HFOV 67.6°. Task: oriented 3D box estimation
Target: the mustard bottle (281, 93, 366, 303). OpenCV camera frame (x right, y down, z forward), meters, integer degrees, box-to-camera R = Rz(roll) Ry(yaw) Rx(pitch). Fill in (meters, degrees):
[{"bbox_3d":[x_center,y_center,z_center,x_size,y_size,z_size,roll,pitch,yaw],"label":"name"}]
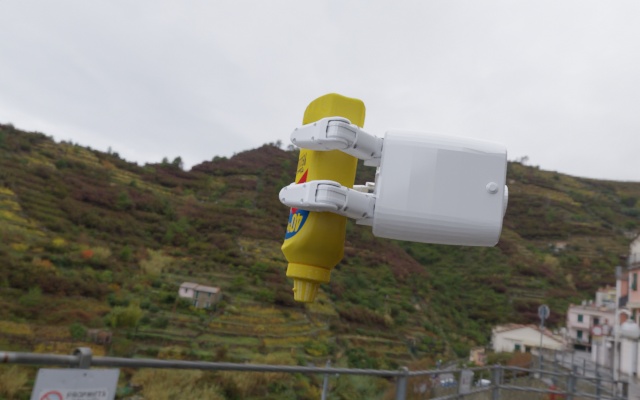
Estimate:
[{"bbox_3d":[0.000,0.001,0.461,0.058,0.191,0.096,12,-11,-15],"label":"mustard bottle"}]
